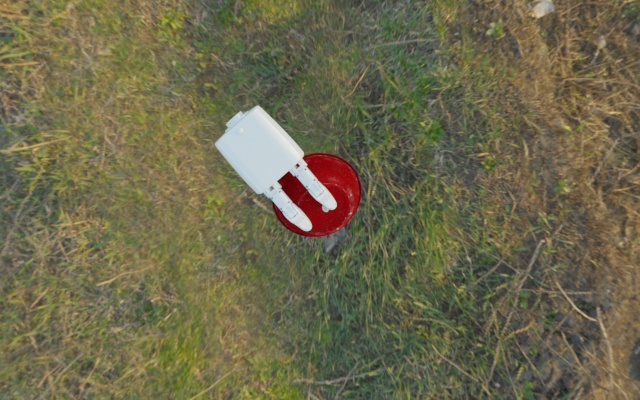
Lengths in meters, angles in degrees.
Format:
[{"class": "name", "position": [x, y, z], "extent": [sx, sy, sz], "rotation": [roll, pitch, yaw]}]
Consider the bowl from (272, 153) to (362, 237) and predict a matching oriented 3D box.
[{"class": "bowl", "position": [0.001, 0.003, 0.819], "extent": [0.162, 0.162, 0.055], "rotation": [0, 24, -14]}]
